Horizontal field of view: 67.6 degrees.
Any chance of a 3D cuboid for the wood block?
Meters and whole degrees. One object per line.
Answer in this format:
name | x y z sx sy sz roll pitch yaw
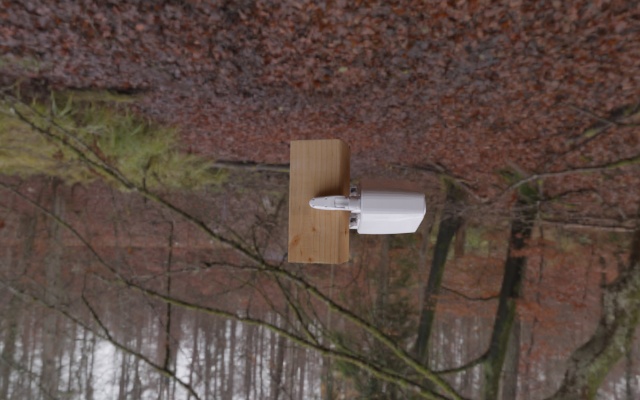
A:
wood block | 0.000 0.003 0.832 0.090 0.206 0.091 0 -3 14
